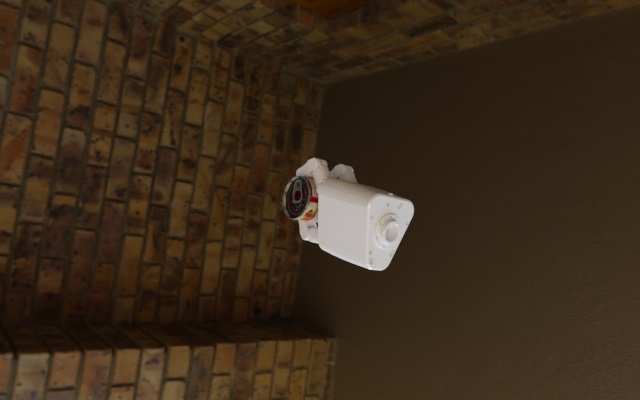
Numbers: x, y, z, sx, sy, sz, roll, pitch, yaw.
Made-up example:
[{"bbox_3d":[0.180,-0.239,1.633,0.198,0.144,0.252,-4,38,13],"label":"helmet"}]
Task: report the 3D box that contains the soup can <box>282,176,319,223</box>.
[{"bbox_3d":[0.000,0.003,0.760,0.102,0.068,0.068,11,-7,-39],"label":"soup can"}]
